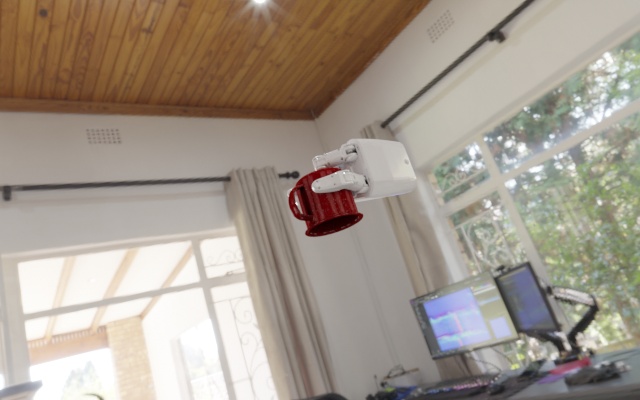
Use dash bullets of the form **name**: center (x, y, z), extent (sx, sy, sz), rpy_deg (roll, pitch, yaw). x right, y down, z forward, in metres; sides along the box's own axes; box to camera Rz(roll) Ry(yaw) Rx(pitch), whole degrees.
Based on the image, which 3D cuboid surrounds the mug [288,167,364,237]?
- **mug**: center (-0.001, 0.002, 0.728), extent (0.117, 0.081, 0.093), rpy_deg (-4, -22, -38)
